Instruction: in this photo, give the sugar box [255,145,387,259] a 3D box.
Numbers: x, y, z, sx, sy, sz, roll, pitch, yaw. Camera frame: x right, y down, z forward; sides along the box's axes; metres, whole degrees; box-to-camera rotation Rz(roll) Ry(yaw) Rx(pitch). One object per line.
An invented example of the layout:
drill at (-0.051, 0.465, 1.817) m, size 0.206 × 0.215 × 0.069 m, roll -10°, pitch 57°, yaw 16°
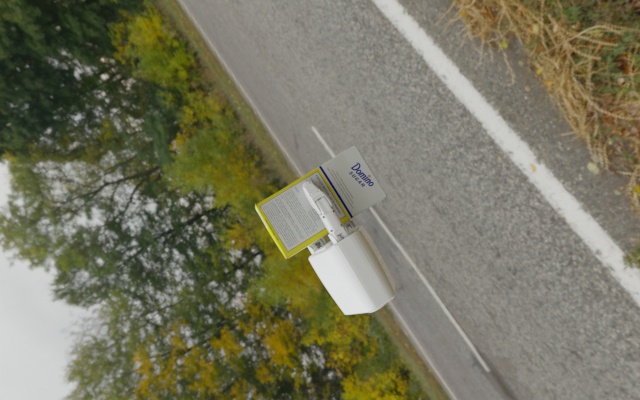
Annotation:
sugar box at (0.000, 0.003, 0.714) m, size 0.176 × 0.093 × 0.048 m, roll -31°, pitch -4°, yaw -10°
